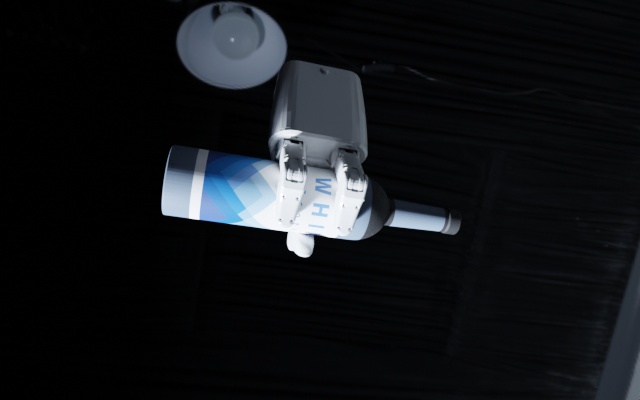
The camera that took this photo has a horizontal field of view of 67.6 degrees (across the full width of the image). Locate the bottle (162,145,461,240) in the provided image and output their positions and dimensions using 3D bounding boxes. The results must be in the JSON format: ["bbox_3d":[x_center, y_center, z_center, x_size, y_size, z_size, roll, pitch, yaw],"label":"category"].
[{"bbox_3d":[0.000,0.002,0.477,0.296,0.069,0.069,8,-2,-11],"label":"bottle"}]
